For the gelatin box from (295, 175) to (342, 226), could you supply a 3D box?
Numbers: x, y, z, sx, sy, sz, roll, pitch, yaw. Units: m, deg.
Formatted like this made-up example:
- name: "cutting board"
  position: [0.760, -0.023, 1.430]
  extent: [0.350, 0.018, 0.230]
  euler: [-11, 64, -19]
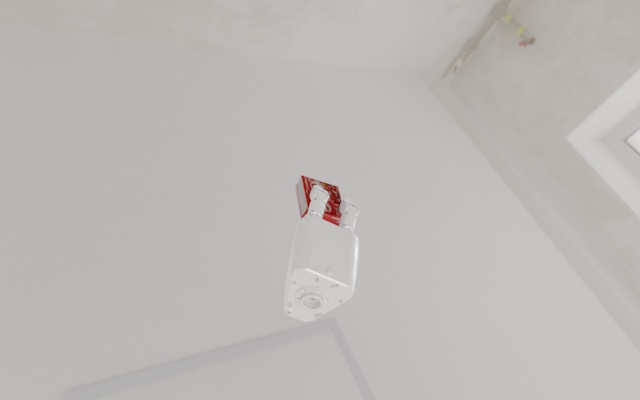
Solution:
- name: "gelatin box"
  position: [0.000, 0.003, 0.803]
  extent: [0.073, 0.030, 0.089]
  euler: [16, 36, -23]
